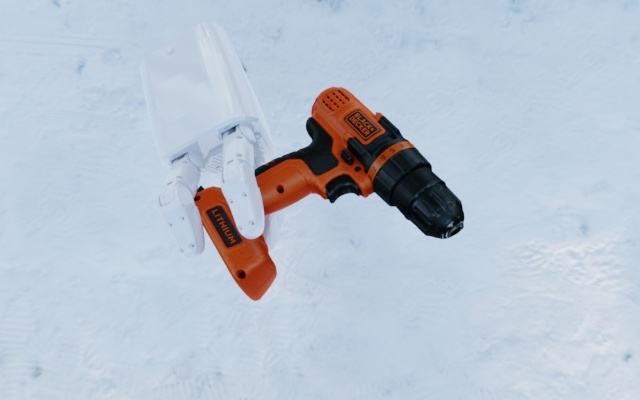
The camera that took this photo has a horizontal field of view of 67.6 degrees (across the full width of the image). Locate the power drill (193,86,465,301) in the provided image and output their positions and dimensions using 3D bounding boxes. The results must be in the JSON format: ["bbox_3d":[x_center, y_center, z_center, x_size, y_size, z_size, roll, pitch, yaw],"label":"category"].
[{"bbox_3d":[0.000,0.001,0.407,0.187,0.184,0.057,-33,-34,-10],"label":"power drill"}]
